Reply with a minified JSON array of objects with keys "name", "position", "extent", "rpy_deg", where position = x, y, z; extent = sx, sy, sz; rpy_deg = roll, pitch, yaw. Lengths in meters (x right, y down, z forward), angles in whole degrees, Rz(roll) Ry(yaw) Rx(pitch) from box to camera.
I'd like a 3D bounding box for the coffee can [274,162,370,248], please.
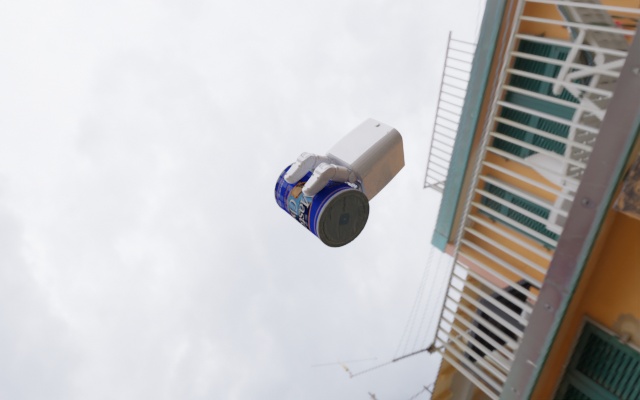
[{"name":"coffee can","position":[0.000,0.003,0.808],"extent":[0.103,0.103,0.140],"rpy_deg":[0,24,-38]}]
